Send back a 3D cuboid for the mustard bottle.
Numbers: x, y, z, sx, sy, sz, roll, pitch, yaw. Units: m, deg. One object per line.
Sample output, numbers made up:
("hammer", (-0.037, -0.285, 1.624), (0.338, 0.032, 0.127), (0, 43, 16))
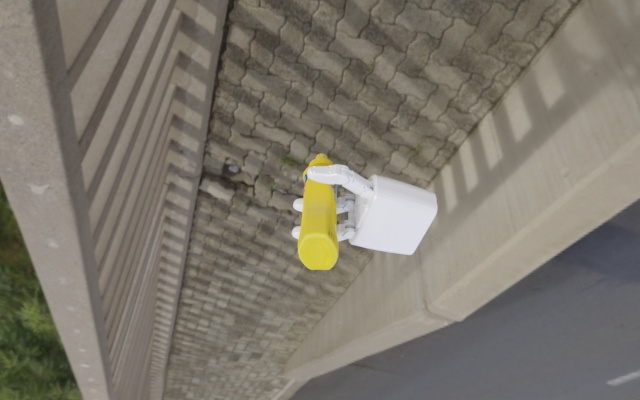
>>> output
("mustard bottle", (0.000, 0.003, 0.731), (0.058, 0.191, 0.096), (-2, -39, 5))
